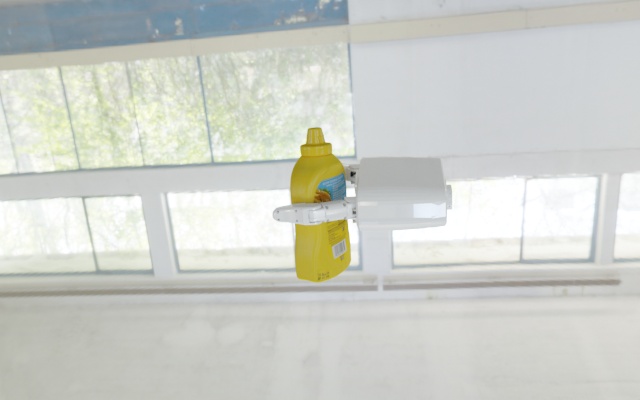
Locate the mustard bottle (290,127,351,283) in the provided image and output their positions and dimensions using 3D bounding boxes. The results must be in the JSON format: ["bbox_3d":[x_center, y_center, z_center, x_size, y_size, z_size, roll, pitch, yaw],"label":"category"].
[{"bbox_3d":[0.000,0.002,0.619,0.058,0.192,0.096,6,18,34],"label":"mustard bottle"}]
